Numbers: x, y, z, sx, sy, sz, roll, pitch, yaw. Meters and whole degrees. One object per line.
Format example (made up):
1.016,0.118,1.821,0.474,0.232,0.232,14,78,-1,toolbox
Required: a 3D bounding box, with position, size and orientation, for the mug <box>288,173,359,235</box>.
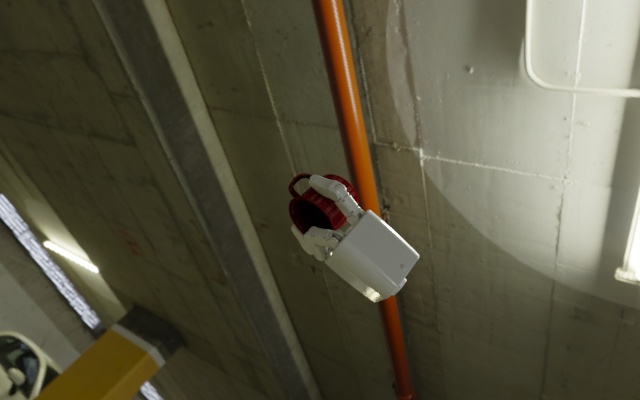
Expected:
-0.001,0.001,0.780,0.081,0.117,0.093,-44,-6,-35,mug
